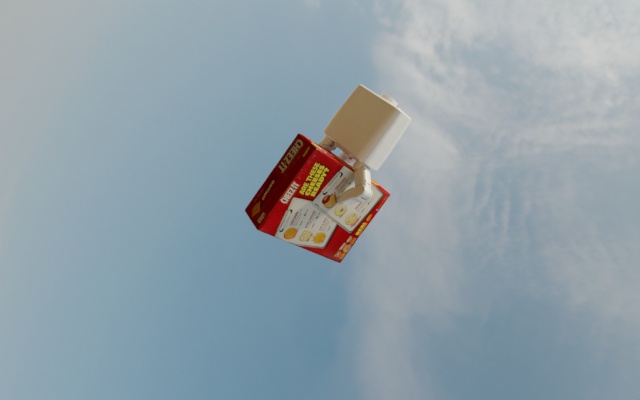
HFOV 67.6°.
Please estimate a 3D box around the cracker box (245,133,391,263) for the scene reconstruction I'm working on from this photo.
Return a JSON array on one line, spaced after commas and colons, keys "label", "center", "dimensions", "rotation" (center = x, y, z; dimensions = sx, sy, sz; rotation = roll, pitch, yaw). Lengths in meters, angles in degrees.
[{"label": "cracker box", "center": [0.000, 0.003, 0.837], "dimensions": [0.214, 0.164, 0.072], "rotation": [28, 12, -43]}]
